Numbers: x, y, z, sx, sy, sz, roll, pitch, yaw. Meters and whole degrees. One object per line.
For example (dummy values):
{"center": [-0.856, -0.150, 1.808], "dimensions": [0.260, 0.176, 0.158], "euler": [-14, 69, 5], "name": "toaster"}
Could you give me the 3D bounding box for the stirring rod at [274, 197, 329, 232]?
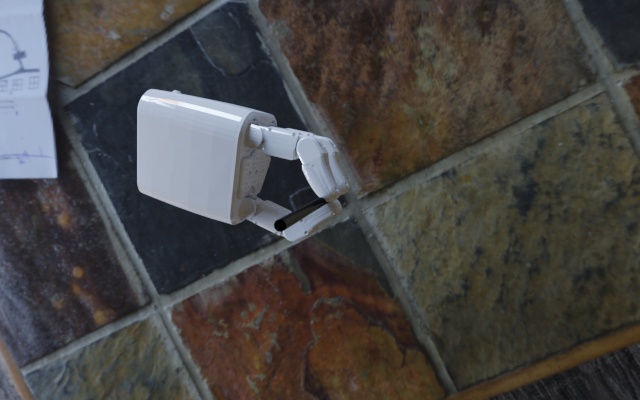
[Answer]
{"center": [0.000, 0.001, 0.413], "dimensions": [0.011, 0.011, 0.239], "euler": [0, 7, 12], "name": "stirring rod"}
